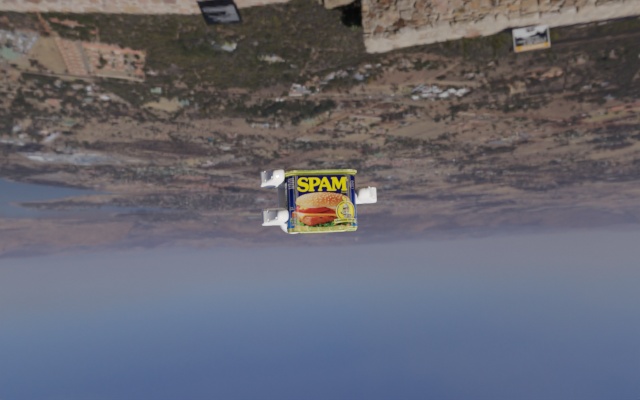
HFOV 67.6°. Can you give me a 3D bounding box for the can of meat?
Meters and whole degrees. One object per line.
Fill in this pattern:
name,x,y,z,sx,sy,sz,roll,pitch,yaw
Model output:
can of meat,0.000,0.003,0.667,0.102,0.084,0.057,-2,-5,-10
